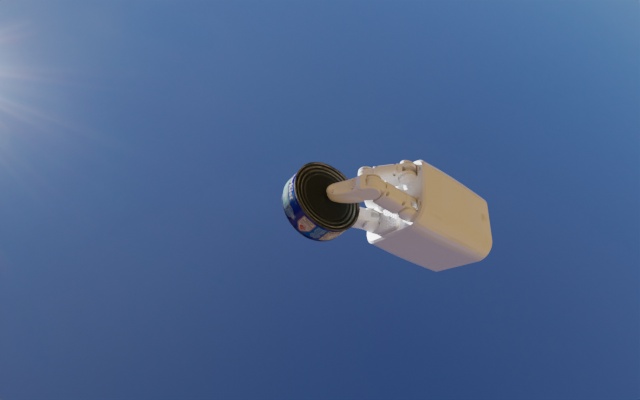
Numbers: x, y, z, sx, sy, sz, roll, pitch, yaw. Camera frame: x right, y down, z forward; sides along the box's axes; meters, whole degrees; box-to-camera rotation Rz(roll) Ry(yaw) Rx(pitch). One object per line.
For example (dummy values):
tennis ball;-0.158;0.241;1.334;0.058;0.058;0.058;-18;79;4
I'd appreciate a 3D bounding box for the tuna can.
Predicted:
tuna can;0.000;0.002;0.534;0.086;0.086;0.034;0;-28;-38
